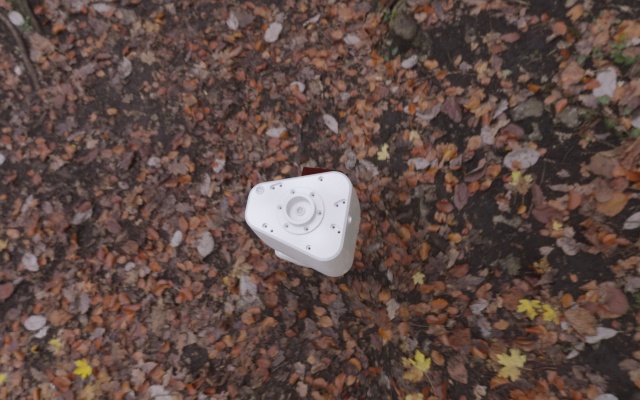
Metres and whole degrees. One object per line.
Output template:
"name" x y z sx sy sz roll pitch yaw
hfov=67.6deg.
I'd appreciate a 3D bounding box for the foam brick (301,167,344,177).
"foam brick" 0.000 0.002 0.610 0.053 0.078 0.051 7 -14 10
